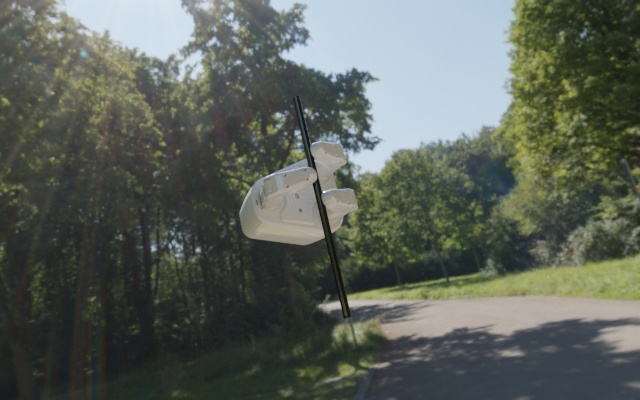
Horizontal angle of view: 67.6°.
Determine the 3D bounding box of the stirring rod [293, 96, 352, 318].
[{"bbox_3d":[0.000,0.002,0.499,0.011,0.239,0.011,-13,-12,-3],"label":"stirring rod"}]
